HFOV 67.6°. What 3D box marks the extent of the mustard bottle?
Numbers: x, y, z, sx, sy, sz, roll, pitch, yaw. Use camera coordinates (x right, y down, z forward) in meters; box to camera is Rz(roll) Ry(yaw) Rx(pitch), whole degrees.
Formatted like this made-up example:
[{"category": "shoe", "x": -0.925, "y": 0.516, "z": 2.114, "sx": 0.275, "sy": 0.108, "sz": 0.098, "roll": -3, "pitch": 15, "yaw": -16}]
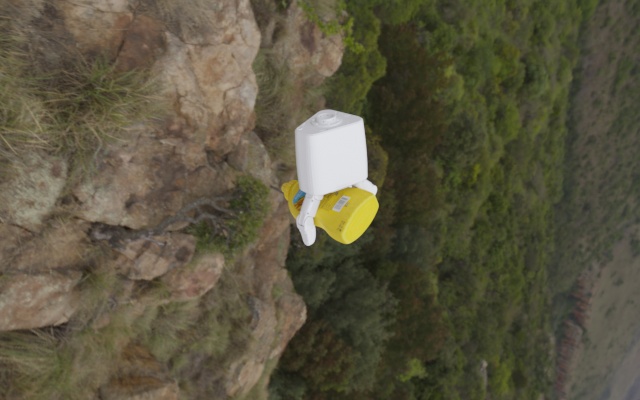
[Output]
[{"category": "mustard bottle", "x": 0.000, "y": 0.003, "z": 0.838, "sx": 0.191, "sy": 0.096, "sz": 0.058, "roll": 23, "pitch": -25, "yaw": 39}]
